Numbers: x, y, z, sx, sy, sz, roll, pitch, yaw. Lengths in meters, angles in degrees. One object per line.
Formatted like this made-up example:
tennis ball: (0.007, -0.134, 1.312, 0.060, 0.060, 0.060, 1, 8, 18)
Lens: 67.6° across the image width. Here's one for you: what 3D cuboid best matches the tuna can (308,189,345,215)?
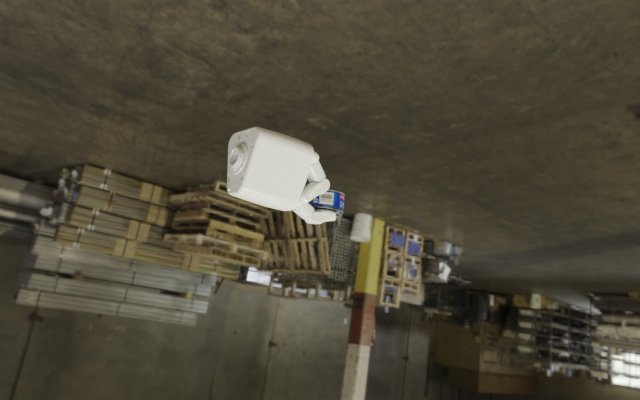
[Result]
tuna can: (0.000, 0.003, 0.856, 0.086, 0.033, 0.086, 4, -11, 1)
